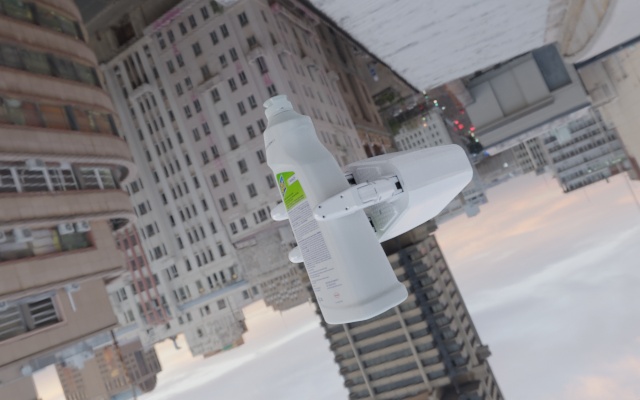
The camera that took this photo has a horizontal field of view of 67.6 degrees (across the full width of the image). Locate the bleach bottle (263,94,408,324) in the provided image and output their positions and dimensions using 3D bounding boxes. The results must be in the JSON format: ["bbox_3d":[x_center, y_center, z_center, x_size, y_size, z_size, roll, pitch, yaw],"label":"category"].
[{"bbox_3d":[0.000,0.002,0.513,0.068,0.251,0.102,-18,-7,-32],"label":"bleach bottle"}]
